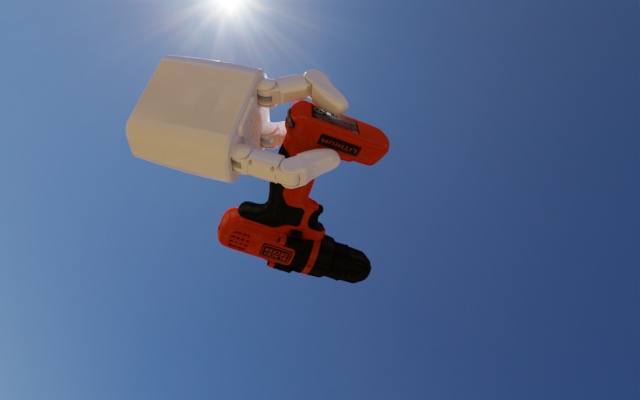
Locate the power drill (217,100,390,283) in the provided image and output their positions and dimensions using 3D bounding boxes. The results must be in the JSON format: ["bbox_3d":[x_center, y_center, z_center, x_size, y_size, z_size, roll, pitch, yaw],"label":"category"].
[{"bbox_3d":[0.000,0.001,0.515,0.184,0.188,0.057,18,27,-15],"label":"power drill"}]
